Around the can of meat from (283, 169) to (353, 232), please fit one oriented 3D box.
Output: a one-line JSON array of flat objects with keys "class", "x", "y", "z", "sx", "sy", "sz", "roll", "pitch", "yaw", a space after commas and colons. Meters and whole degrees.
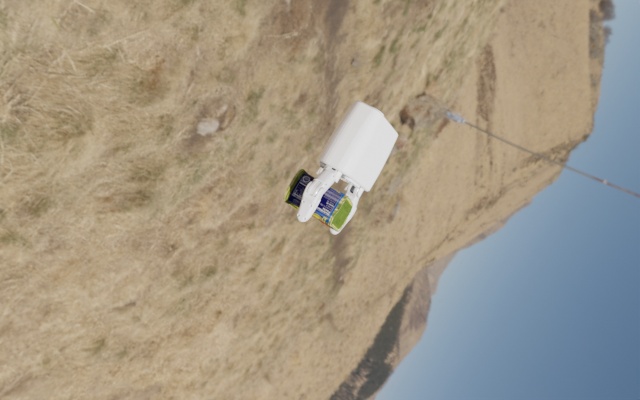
[{"class": "can of meat", "x": 0.000, "y": 0.003, "z": 0.740, "sx": 0.084, "sy": 0.057, "sz": 0.102, "roll": 30, "pitch": -4, "yaw": 14}]
